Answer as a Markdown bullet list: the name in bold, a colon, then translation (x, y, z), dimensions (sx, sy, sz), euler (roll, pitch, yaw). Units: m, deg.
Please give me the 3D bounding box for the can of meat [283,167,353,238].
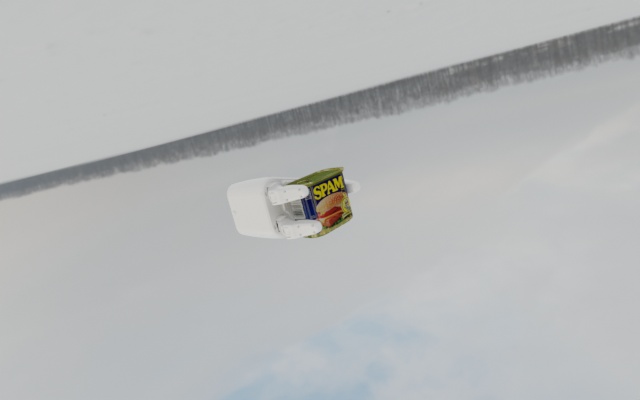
- **can of meat**: translation (0.000, 0.003, 0.737), dimensions (0.057, 0.084, 0.102), euler (-3, 16, 43)
